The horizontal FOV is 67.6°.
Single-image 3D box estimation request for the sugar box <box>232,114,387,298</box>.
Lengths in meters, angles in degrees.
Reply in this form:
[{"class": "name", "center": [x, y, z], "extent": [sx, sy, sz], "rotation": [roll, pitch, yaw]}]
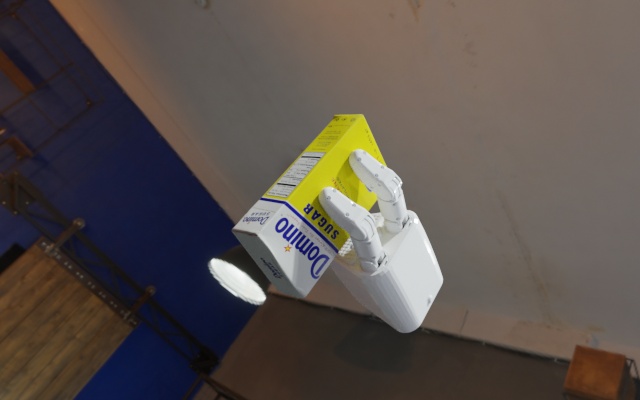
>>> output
[{"class": "sugar box", "center": [0.001, 0.002, 0.482], "extent": [0.048, 0.093, 0.176], "rotation": [5, 48, 43]}]
